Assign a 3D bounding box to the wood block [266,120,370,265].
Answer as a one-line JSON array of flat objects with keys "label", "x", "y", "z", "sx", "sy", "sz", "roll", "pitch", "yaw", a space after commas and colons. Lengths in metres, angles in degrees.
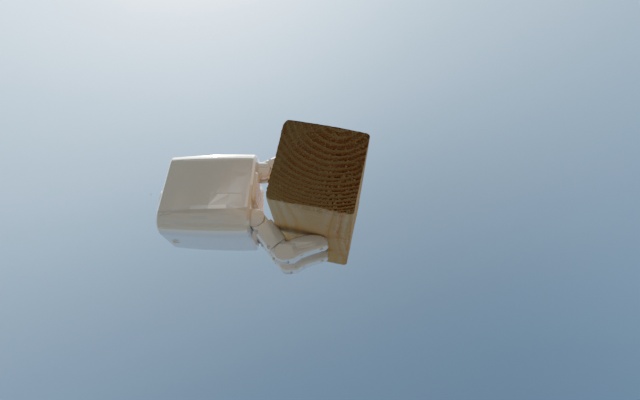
[{"label": "wood block", "x": 0.000, "y": 0.002, "z": 0.560, "sx": 0.090, "sy": 0.090, "sz": 0.206, "roll": 10, "pitch": -20, "yaw": 5}]
